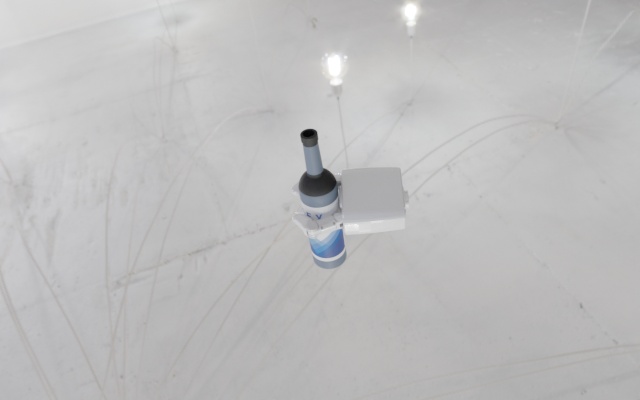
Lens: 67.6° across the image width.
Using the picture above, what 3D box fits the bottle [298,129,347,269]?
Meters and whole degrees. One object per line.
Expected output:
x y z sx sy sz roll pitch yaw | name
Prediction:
0.000 0.003 0.834 0.069 0.296 0.069 -5 43 5 | bottle
